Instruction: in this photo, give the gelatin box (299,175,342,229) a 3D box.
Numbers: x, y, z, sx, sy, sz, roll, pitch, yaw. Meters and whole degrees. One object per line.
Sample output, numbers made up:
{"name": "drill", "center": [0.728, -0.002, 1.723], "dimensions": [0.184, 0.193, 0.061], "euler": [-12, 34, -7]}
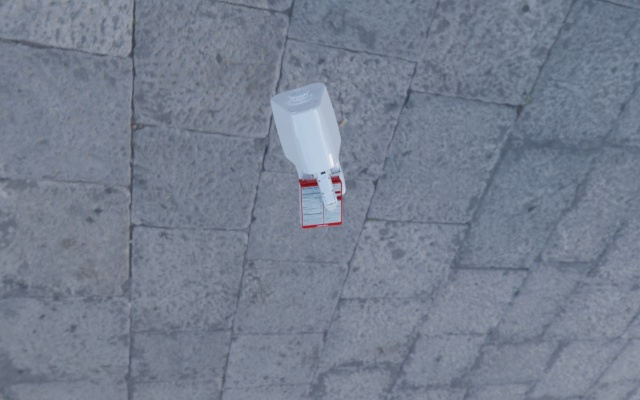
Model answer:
{"name": "gelatin box", "center": [0.000, 0.003, 0.837], "dimensions": [0.073, 0.089, 0.030], "euler": [-6, 28, -9]}
